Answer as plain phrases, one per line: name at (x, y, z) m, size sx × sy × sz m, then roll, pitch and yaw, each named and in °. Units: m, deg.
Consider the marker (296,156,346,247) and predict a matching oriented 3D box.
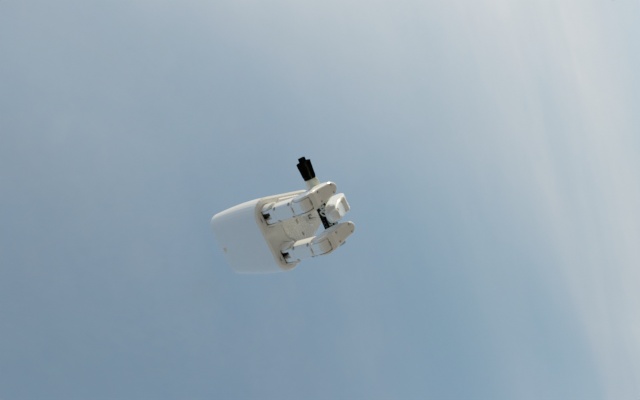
marker at (0.000, 0.002, 0.596) m, size 0.020 × 0.121 × 0.020 m, roll -23°, pitch 12°, yaw 5°
